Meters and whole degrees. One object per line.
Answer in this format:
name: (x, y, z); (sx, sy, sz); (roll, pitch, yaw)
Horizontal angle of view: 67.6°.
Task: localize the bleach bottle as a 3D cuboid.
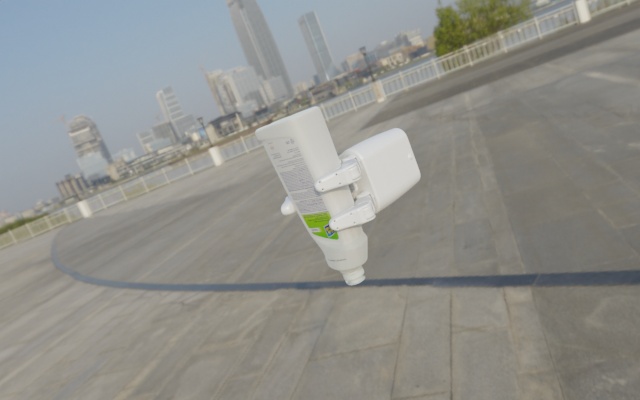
bleach bottle: (0.000, 0.002, 0.669); (0.068, 0.251, 0.102); (-31, 15, -36)
